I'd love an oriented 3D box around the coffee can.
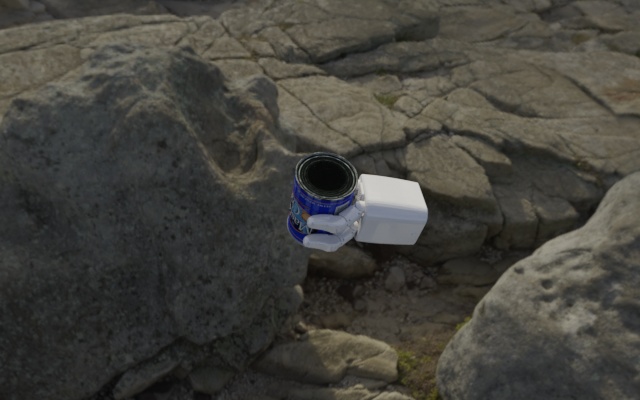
[{"bbox_3d":[0.000,0.003,0.815,0.103,0.102,0.140,0,-38,-11],"label":"coffee can"}]
